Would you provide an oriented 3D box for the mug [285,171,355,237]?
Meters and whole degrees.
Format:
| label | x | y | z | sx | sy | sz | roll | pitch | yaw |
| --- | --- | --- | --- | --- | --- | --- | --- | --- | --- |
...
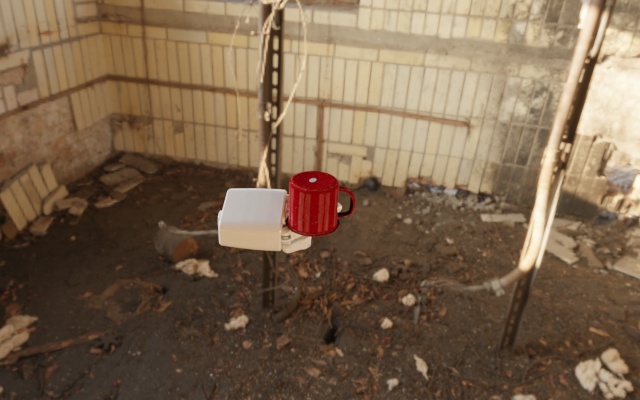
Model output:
| label | x | y | z | sx | sy | sz | roll | pitch | yaw |
| --- | --- | --- | --- | --- | --- | --- | --- | --- | --- |
| mug | 0.002 | 0.002 | 0.795 | 0.117 | 0.081 | 0.093 | 2 | 27 | -2 |
